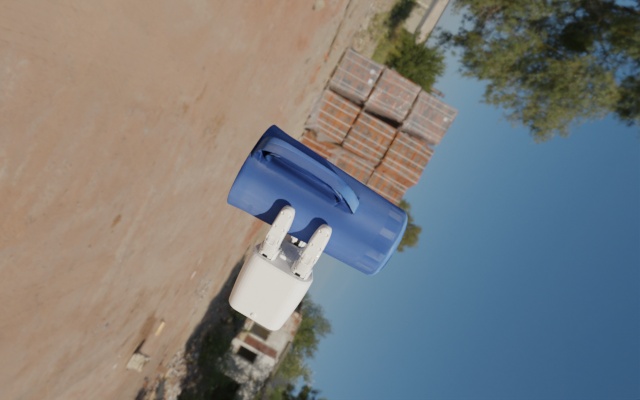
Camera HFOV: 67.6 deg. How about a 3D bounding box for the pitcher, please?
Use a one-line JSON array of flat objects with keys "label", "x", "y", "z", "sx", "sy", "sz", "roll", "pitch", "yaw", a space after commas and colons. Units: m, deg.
[{"label": "pitcher", "x": 0.000, "y": 0.002, "z": 0.683, "sx": 0.243, "sy": 0.145, "sz": 0.149, "roll": 30, "pitch": 23, "yaw": 0}]
